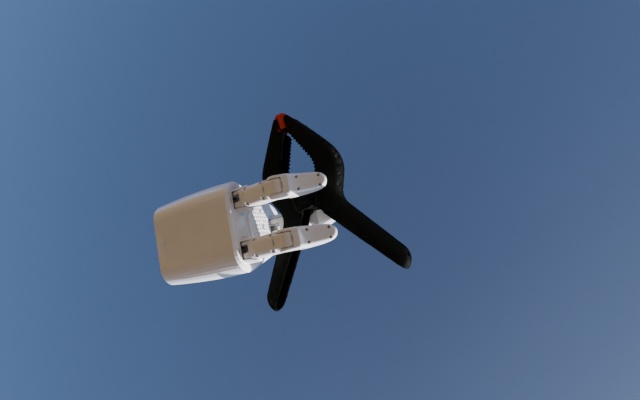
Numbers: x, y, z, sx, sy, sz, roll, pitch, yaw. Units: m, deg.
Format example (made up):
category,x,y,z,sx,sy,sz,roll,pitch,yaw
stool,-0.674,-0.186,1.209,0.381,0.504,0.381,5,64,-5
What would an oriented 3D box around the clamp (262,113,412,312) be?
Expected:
category,x,y,z,sx,sy,sz,roll,pitch,yaw
clamp,0.000,0.001,0.513,0.164,0.210,0.036,-14,-9,19
